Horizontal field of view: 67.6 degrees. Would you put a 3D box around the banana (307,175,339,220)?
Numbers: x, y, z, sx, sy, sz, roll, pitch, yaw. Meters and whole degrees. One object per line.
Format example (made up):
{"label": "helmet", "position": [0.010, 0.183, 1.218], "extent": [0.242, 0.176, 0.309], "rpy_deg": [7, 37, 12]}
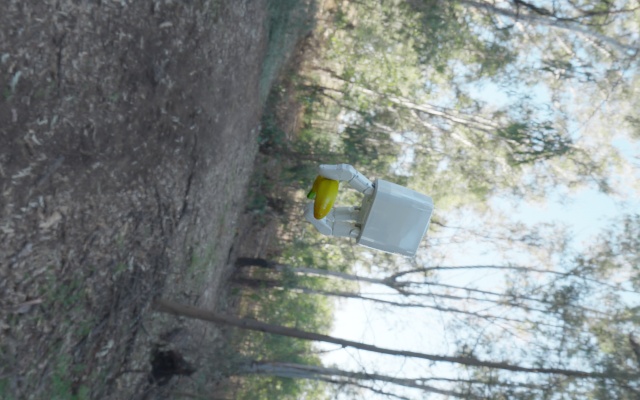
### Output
{"label": "banana", "position": [0.007, -0.015, 0.833], "extent": [0.037, 0.069, 0.197], "rpy_deg": [23, 7, -7]}
